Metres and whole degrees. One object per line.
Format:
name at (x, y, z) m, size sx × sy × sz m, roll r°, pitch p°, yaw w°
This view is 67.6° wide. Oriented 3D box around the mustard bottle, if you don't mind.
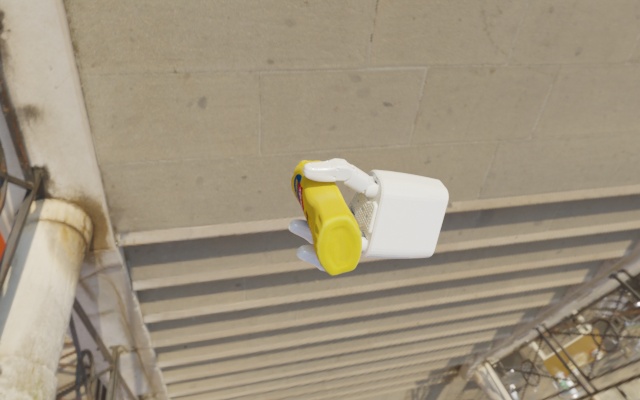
mustard bottle at (0.000, 0.002, 0.638) m, size 0.058 × 0.096 × 0.191 m, roll -15°, pitch 39°, yaw -6°
